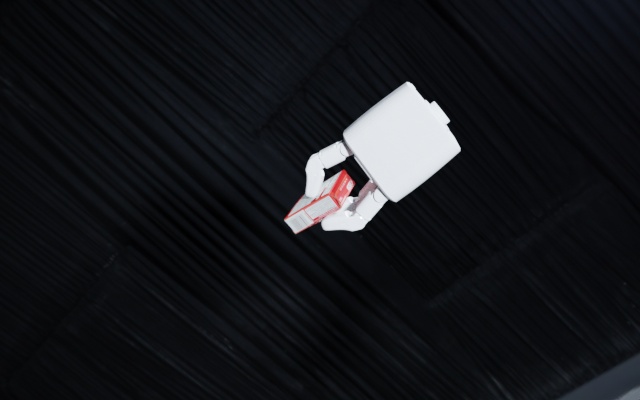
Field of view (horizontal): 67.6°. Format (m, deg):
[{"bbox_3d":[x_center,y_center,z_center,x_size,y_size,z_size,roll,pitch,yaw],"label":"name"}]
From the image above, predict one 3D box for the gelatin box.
[{"bbox_3d":[0.000,0.002,0.673,0.089,0.030,0.073,-30,15,31],"label":"gelatin box"}]
